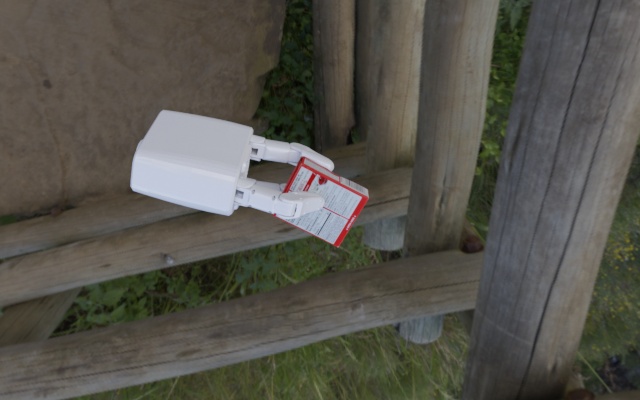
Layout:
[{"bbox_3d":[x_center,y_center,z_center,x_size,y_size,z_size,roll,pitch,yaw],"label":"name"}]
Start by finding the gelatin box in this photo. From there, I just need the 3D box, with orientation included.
[{"bbox_3d":[0.000,0.002,0.549,0.089,0.073,0.030,27,22,-7],"label":"gelatin box"}]
